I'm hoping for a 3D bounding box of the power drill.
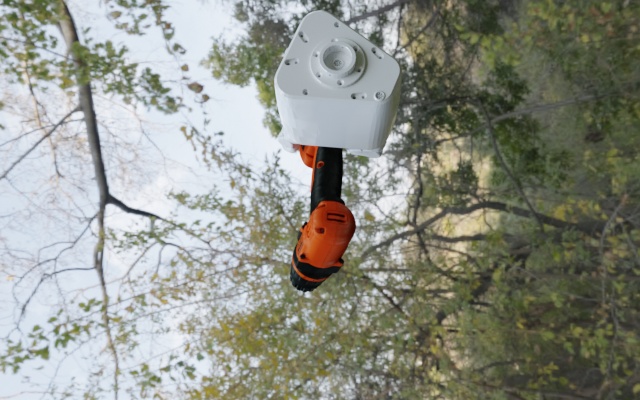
[{"bbox_3d":[0.000,0.001,0.567,0.057,0.187,0.184,7,-30,-12],"label":"power drill"}]
